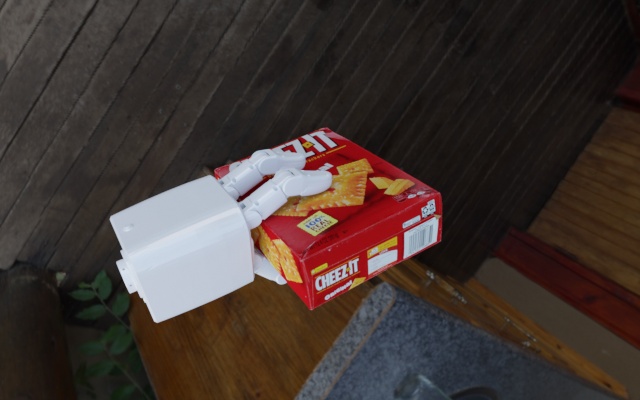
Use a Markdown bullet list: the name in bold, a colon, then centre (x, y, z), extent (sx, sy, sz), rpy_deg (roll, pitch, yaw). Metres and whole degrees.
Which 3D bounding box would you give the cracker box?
- **cracker box**: centre (0.000, 0.002, 0.526), extent (0.164, 0.072, 0.213), rpy_deg (-23, 37, -23)
